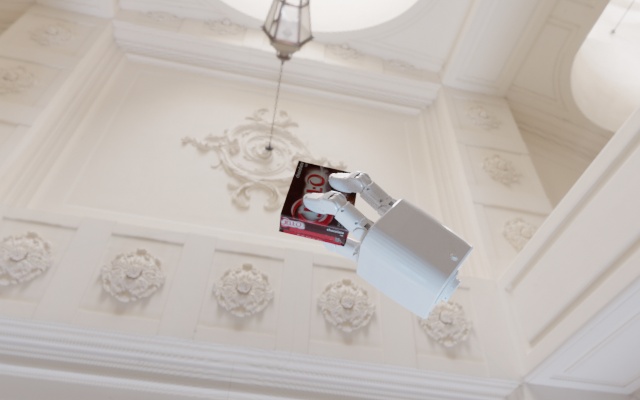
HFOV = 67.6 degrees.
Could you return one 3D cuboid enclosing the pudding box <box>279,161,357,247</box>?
[{"bbox_3d":[0.000,0.002,0.641,0.090,0.039,0.113,13,43,1],"label":"pudding box"}]
